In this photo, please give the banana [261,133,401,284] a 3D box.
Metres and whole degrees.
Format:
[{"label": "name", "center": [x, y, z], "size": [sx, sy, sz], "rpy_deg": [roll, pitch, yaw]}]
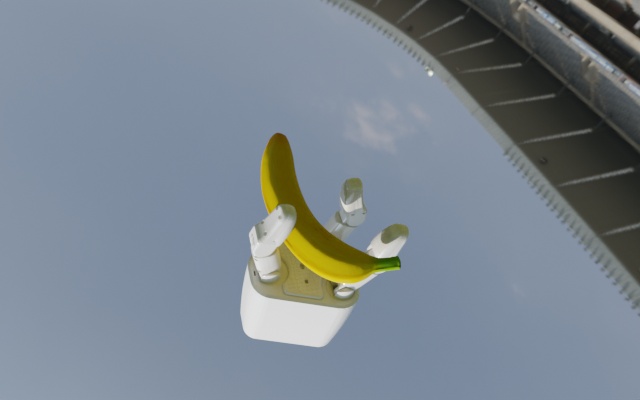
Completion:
[{"label": "banana", "center": [-0.013, 0.012, 0.455], "size": [0.069, 0.197, 0.037], "rpy_deg": [-29, -30, -22]}]
